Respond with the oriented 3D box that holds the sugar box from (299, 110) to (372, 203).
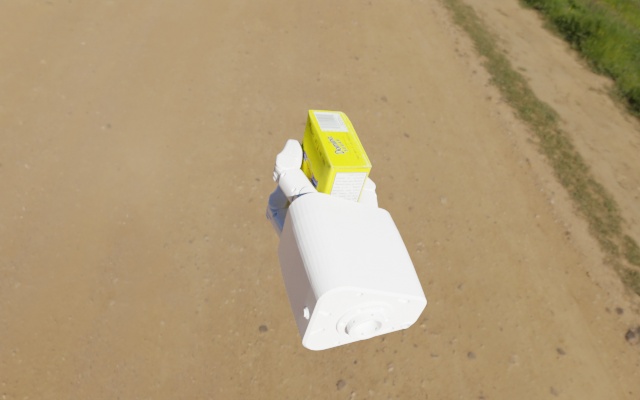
[{"bbox_3d":[0.000,0.002,0.512,0.048,0.176,0.093,0,44,-19],"label":"sugar box"}]
